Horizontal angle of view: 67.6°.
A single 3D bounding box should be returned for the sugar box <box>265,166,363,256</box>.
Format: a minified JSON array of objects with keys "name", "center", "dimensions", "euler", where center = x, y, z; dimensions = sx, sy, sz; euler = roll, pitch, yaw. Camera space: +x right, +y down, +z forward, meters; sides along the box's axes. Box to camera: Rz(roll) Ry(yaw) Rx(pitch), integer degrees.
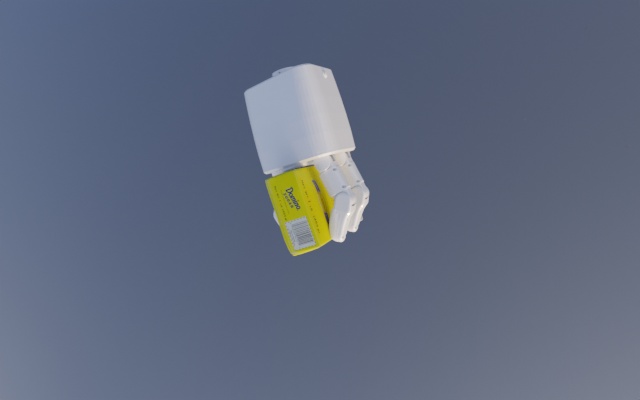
[{"name":"sugar box","center":[0.000,0.002,0.607],"dimensions":[0.048,0.093,0.176],"euler":[-17,2,25]}]
